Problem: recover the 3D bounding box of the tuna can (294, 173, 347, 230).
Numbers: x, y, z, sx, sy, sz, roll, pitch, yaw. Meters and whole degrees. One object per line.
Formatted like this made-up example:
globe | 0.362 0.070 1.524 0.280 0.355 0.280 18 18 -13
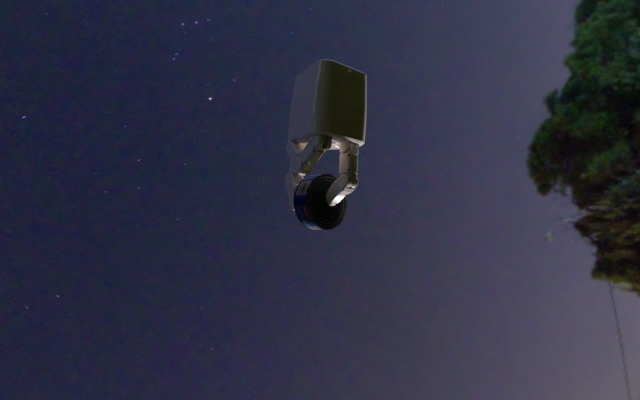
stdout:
tuna can | 0.000 0.002 0.731 0.086 0.086 0.034 0 -3 -45
